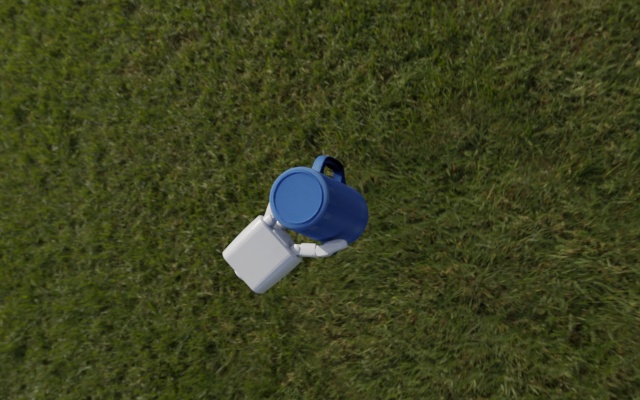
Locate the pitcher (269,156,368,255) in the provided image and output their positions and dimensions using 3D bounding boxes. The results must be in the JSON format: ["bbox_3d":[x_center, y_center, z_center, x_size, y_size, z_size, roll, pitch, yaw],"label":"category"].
[{"bbox_3d":[0.000,0.003,0.898,0.145,0.149,0.243,-41,-19,8],"label":"pitcher"}]
